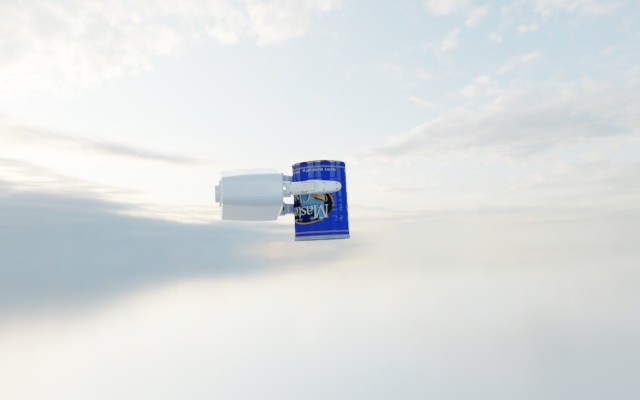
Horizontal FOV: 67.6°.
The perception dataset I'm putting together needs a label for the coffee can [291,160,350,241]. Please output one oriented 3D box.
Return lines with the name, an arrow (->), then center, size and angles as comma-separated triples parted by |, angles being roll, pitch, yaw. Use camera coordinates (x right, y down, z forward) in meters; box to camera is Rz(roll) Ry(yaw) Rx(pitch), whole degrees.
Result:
coffee can -> 0.000, 0.003, 0.882 | 0.103, 0.140, 0.103 | -3, -5, 0
